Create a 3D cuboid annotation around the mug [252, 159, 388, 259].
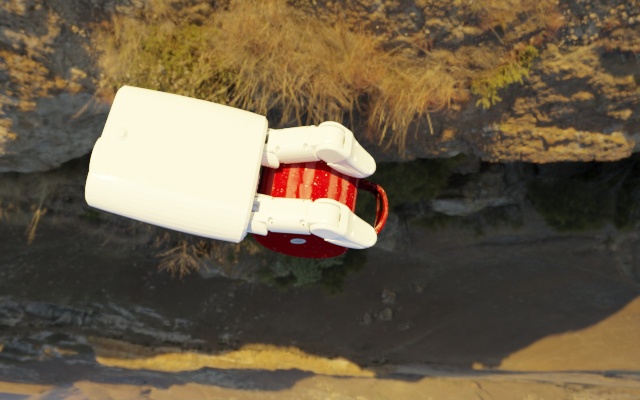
[{"bbox_3d":[0.001,0.002,0.401,0.117,0.081,0.093,13,-24,-12],"label":"mug"}]
